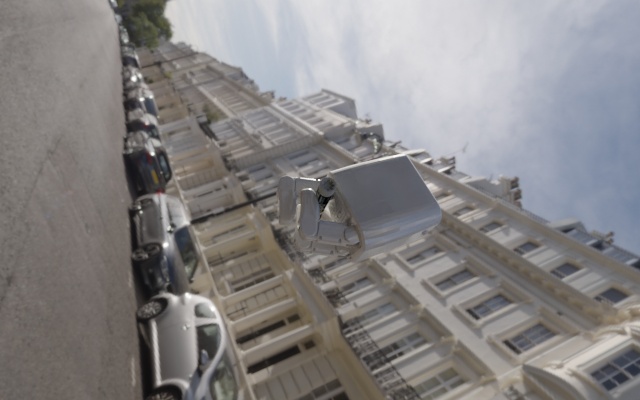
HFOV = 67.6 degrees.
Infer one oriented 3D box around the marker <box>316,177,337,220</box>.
[{"bbox_3d":[0.000,0.002,0.580,0.020,0.020,0.121,0,-19,-9],"label":"marker"}]
